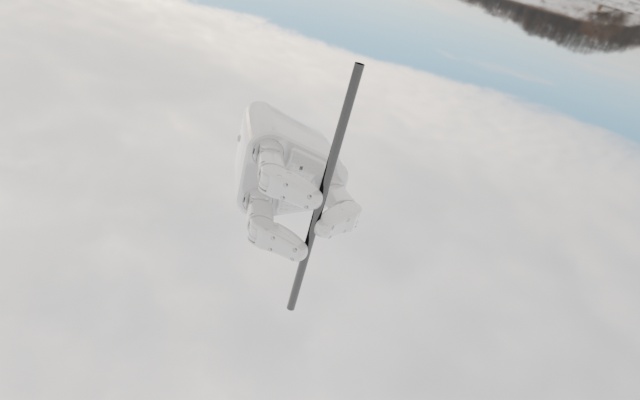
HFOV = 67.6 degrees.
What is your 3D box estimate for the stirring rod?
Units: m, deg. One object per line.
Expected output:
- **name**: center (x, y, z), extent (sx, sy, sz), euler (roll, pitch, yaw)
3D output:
- **stirring rod**: center (0.000, 0.001, 0.410), extent (0.011, 0.240, 0.011), euler (12, 27, -7)
